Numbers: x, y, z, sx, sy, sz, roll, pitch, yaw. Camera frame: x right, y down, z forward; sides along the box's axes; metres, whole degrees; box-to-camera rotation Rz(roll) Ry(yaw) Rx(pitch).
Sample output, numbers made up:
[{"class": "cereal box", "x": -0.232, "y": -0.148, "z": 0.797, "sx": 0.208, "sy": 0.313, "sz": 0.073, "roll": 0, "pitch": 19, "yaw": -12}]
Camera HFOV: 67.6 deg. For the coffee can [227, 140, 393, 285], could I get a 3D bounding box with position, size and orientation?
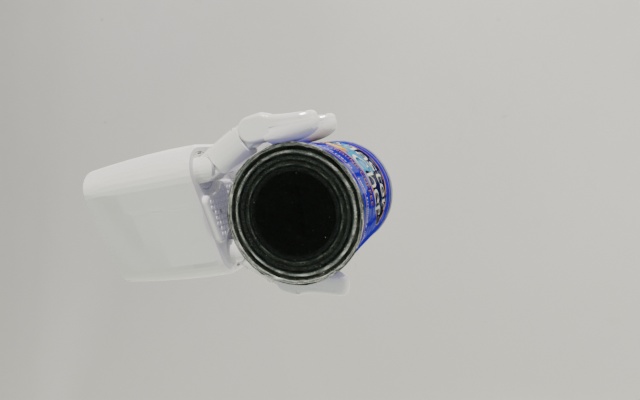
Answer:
[{"class": "coffee can", "x": 0.000, "y": 0.001, "z": 0.400, "sx": 0.103, "sy": 0.103, "sz": 0.140, "roll": 0, "pitch": 7, "yaw": 16}]
